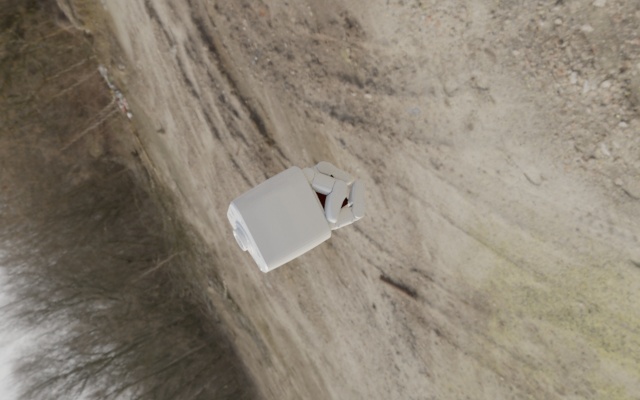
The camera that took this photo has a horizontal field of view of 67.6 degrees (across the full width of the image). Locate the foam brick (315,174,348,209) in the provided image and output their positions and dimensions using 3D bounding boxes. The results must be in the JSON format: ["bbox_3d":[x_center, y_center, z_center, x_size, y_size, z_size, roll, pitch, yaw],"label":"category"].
[{"bbox_3d":[0.000,0.003,0.735,0.051,0.053,0.078,-30,-5,-20],"label":"foam brick"}]
